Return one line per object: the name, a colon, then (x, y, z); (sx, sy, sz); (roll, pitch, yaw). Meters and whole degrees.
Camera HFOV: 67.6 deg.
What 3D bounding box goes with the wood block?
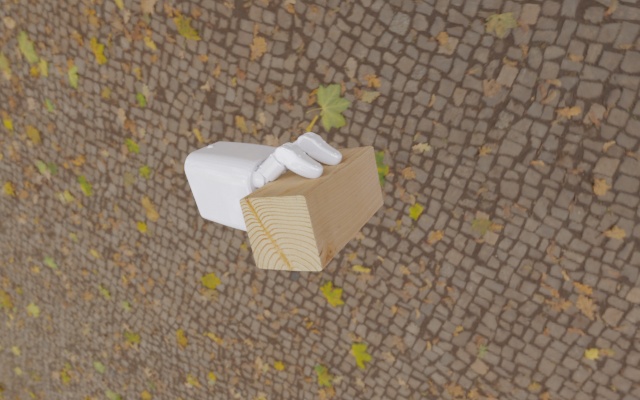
wood block: (0.000, 0.002, 0.613); (0.090, 0.091, 0.206); (-2, 19, 29)
